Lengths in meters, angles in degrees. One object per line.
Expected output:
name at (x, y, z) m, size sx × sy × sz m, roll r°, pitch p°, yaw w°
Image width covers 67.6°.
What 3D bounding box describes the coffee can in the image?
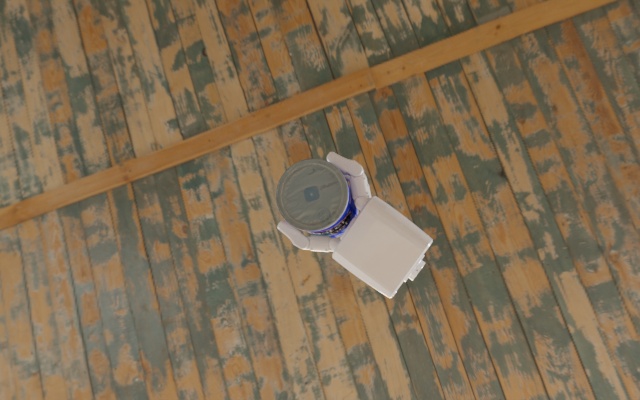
coffee can at (0.000, 0.002, 0.725) m, size 0.103 × 0.103 × 0.140 m, roll 0°, pitch -9°, yaw 11°
